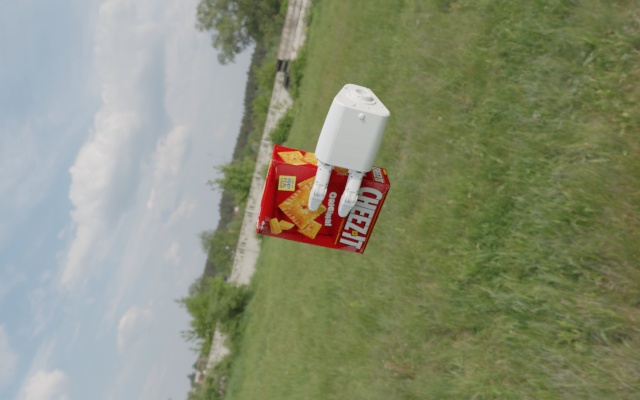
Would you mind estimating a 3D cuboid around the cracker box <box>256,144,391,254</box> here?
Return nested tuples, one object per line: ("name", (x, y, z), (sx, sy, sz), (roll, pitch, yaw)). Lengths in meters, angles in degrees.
("cracker box", (0.000, 0.003, 0.882), (0.214, 0.164, 0.072), (12, 32, -9))
